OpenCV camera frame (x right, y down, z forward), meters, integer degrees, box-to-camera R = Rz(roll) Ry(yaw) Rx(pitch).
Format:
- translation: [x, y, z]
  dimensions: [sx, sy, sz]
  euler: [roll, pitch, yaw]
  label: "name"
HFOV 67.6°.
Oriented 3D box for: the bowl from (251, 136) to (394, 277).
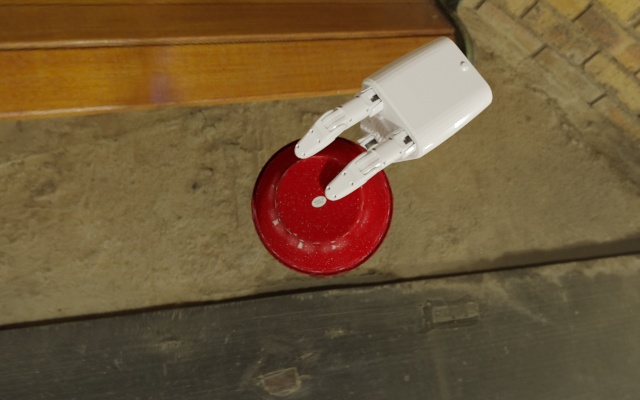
- translation: [-0.001, 0.003, 0.514]
  dimensions: [0.162, 0.162, 0.055]
  euler: [0, -6, 3]
  label: "bowl"
